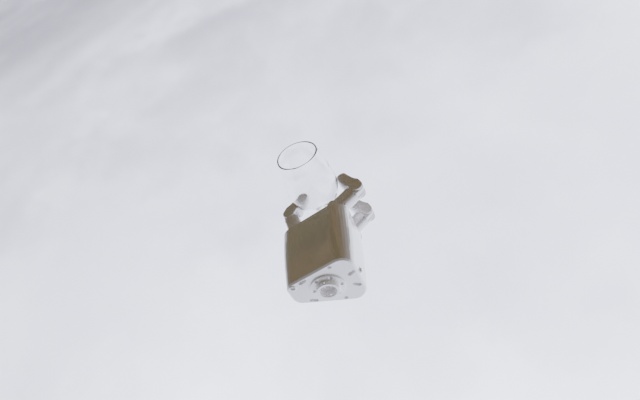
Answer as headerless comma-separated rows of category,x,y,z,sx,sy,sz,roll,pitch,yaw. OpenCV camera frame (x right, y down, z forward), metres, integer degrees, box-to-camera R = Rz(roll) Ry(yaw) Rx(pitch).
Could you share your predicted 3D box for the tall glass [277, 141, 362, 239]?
tall glass,0.000,0.003,0.750,0.079,0.079,0.201,0,-43,29
